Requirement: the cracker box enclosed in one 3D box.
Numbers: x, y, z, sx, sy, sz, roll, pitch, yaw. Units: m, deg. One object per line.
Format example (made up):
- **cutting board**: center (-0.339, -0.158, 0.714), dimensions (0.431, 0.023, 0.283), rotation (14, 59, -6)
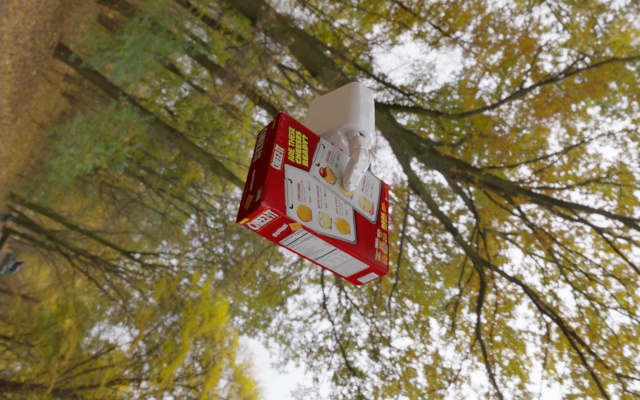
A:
- **cracker box**: center (0.000, 0.002, 0.667), dimensions (0.214, 0.164, 0.072), rotation (31, -44, -27)
